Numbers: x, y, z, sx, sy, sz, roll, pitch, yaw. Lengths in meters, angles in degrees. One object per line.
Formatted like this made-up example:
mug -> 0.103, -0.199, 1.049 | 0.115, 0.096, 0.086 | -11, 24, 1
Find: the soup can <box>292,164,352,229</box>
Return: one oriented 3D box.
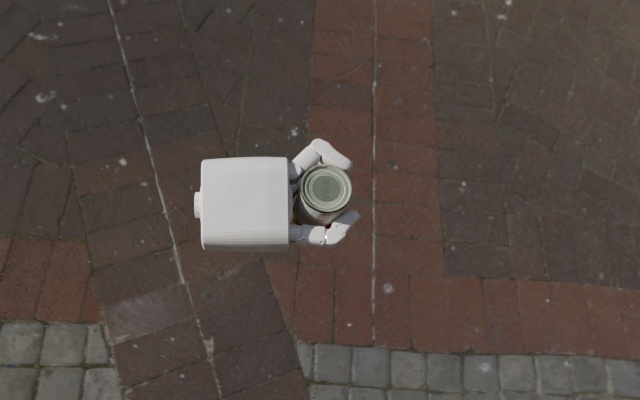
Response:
soup can -> 0.001, 0.002, 0.634 | 0.068, 0.068, 0.102 | 0, -21, -9
